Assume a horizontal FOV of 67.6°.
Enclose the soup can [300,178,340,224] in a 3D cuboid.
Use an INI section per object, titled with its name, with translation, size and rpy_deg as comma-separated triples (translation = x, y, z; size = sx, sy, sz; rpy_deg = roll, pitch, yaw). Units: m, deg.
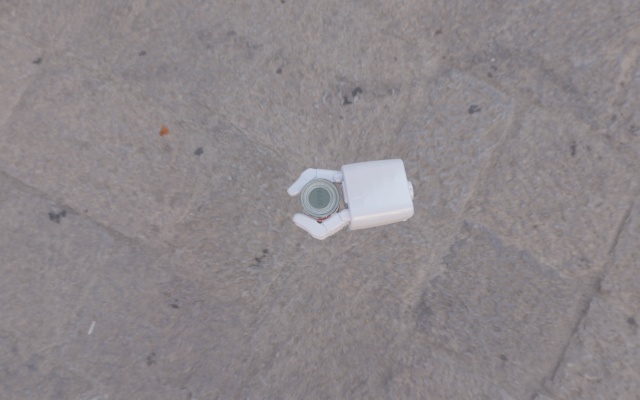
[soup can]
translation = 0.000, 0.003, 0.829
size = 0.068, 0.068, 0.102
rpy_deg = 0, -8, 1
